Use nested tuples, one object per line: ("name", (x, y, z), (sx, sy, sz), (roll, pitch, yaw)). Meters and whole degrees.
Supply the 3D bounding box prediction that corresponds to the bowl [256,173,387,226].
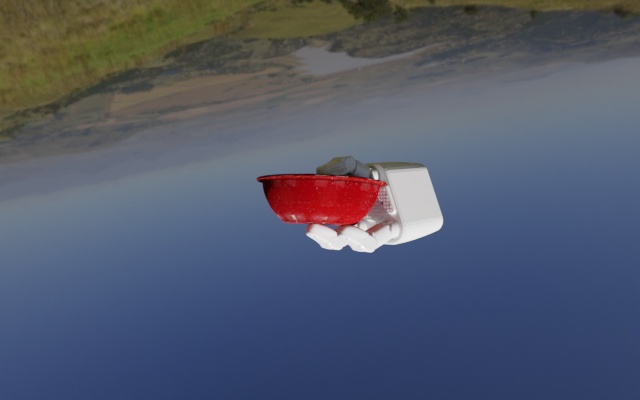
("bowl", (-0.001, 0.002, 0.596), (0.162, 0.055, 0.162), (3, -3, 0))
